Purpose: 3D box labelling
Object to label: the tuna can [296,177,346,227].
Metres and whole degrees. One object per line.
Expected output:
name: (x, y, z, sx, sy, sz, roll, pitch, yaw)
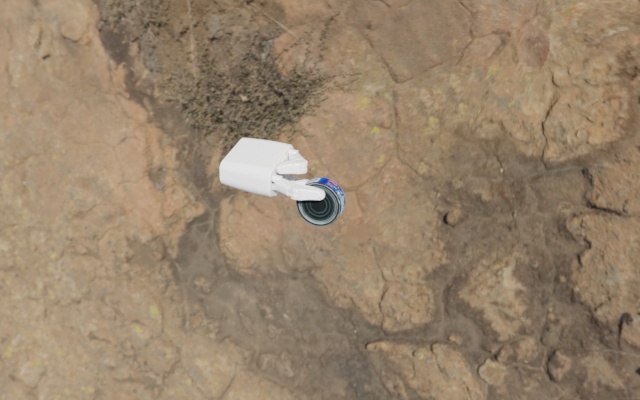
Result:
tuna can: (0.000, 0.003, 0.859, 0.086, 0.086, 0.033, 0, 21, 19)
